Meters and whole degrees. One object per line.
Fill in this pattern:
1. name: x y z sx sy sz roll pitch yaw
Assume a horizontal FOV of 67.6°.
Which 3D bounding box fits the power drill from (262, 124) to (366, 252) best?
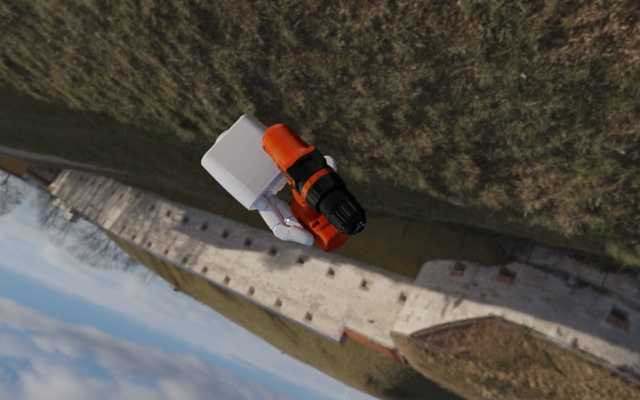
1. power drill: 0.000 0.002 0.653 0.057 0.184 0.188 -34 -26 -11
